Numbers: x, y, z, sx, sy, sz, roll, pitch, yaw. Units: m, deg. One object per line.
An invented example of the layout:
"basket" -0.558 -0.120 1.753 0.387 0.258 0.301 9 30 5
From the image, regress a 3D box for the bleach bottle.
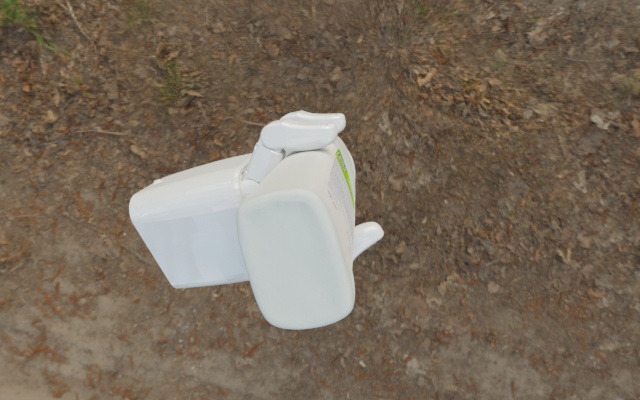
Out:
"bleach bottle" 0.000 0.001 0.420 0.068 0.102 0.250 -11 15 12
